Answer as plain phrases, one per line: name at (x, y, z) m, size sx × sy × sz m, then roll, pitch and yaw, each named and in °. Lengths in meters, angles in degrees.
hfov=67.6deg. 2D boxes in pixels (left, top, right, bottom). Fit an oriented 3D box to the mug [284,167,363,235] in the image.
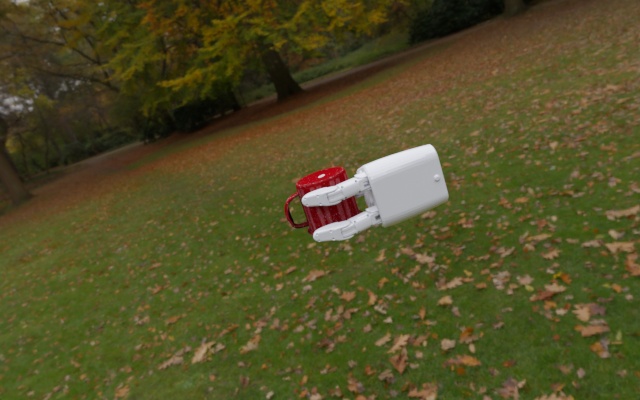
mug at (-0.001, 0.003, 0.742) m, size 0.117 × 0.081 × 0.093 m, roll -20°, pitch 15°, yaw -5°
